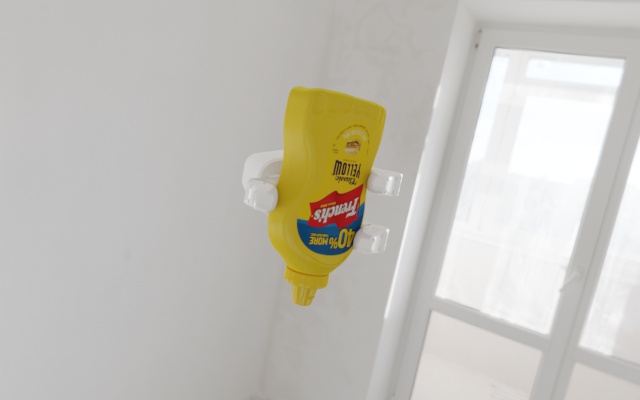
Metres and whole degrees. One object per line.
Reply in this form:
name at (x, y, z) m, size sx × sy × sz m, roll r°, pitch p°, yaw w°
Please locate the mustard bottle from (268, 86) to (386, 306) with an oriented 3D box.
mustard bottle at (0.000, 0.001, 0.429) m, size 0.096 × 0.191 × 0.058 m, roll 4°, pitch 11°, yaw -44°
